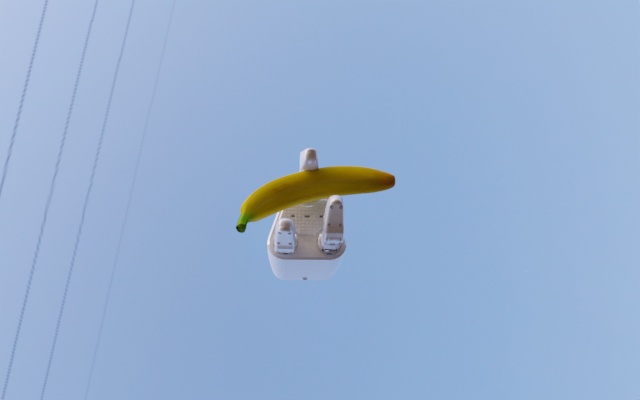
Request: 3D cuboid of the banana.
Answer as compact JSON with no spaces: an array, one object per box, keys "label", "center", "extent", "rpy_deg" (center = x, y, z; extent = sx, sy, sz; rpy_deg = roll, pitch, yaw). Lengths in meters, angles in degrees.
[{"label":"banana","center":[-0.011,-0.009,0.558],"extent":[0.198,0.037,0.069],"rpy_deg":[-18,45,-18]}]
